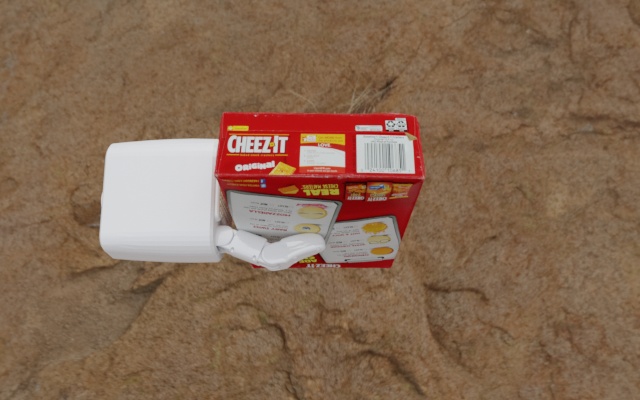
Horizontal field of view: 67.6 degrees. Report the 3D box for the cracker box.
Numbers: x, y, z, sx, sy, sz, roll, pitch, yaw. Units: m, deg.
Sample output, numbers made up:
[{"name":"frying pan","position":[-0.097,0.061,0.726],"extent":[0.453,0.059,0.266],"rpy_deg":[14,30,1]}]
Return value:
[{"name":"cracker box","position":[0.000,0.002,0.470],"extent":[0.164,0.072,0.214],"rpy_deg":[0,-27,1]}]
